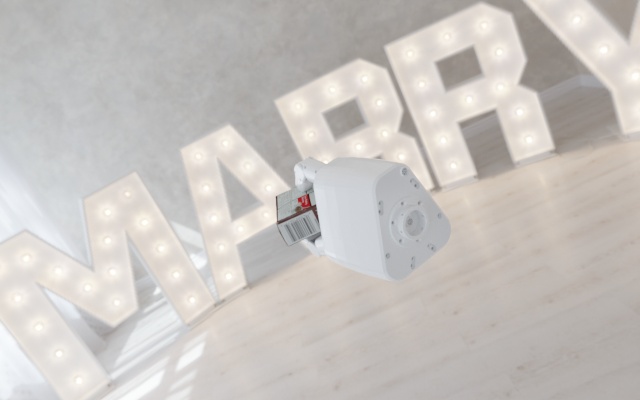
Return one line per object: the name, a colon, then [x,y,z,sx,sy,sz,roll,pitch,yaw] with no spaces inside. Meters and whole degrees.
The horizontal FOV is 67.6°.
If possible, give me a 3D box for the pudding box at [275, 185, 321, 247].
pudding box: [0.000,0.002,0.598,0.113,0.039,0.090,-23,22,4]
